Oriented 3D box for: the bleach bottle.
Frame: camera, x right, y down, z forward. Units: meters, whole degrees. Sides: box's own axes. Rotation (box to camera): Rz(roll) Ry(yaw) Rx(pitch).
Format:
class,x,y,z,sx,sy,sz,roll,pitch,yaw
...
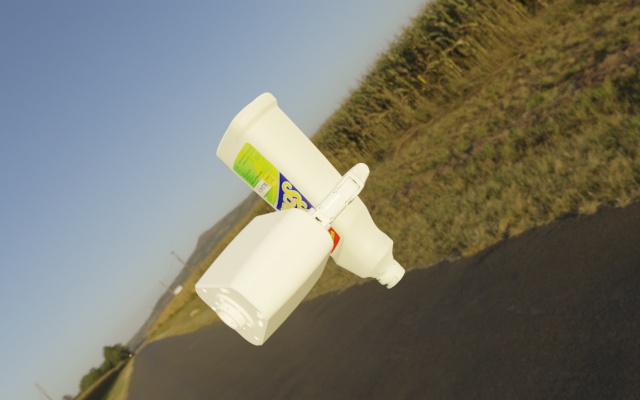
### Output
class,x,y,z,sx,sy,sz,roll,pitch,yaw
bleach bottle,0.000,0.002,0.539,0.068,0.251,0.103,-49,4,-34
